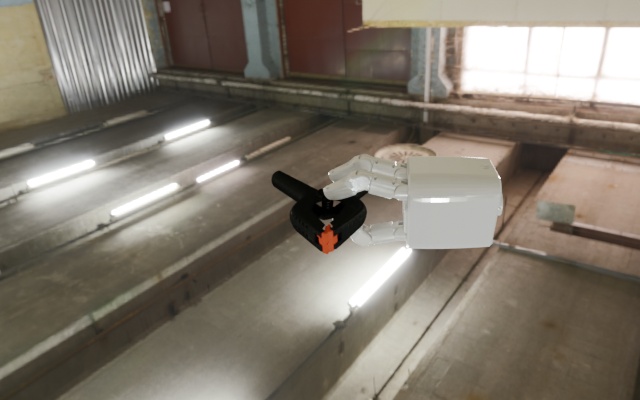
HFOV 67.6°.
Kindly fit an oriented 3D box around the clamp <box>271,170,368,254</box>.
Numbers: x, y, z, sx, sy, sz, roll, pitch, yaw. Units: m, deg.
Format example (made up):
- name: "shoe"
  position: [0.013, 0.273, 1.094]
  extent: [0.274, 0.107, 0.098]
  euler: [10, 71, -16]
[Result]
- name: "clamp"
  position: [0.000, 0.003, 0.621]
  extent: [0.164, 0.036, 0.210]
  euler: [-1, 26, 9]
